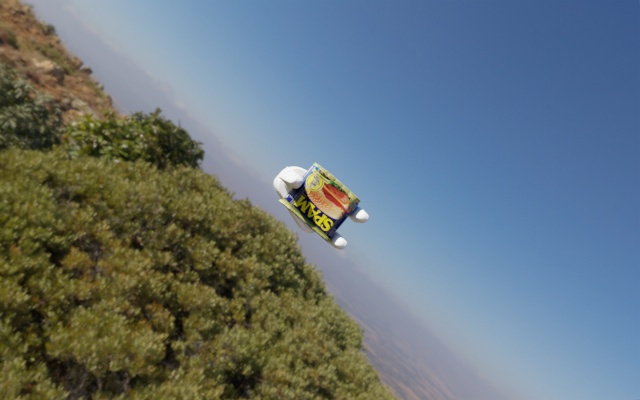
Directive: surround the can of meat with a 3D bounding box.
[{"bbox_3d":[0.000,0.002,0.760,0.102,0.084,0.057,41,-4,-8],"label":"can of meat"}]
